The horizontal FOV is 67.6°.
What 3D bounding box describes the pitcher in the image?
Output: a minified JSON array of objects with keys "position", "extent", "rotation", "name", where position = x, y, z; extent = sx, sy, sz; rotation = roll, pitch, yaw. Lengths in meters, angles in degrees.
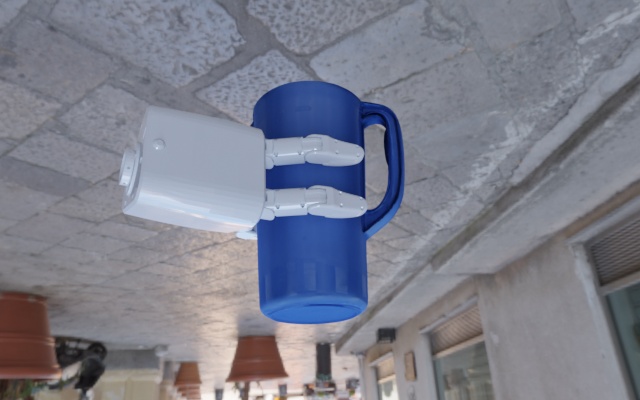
[{"position":[0.000,0.002,0.516],"extent":[0.145,0.242,0.149],"rotation":[11,-28,-27],"name":"pitcher"}]
